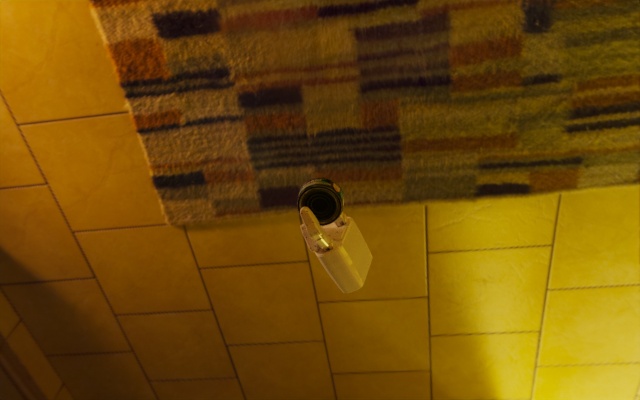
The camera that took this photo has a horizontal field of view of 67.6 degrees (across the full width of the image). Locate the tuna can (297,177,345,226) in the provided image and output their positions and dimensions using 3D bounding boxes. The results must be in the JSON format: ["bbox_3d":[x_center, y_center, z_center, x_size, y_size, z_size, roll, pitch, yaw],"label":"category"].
[{"bbox_3d":[0.000,0.003,0.872,0.086,0.086,0.033,0,27,7],"label":"tuna can"}]
